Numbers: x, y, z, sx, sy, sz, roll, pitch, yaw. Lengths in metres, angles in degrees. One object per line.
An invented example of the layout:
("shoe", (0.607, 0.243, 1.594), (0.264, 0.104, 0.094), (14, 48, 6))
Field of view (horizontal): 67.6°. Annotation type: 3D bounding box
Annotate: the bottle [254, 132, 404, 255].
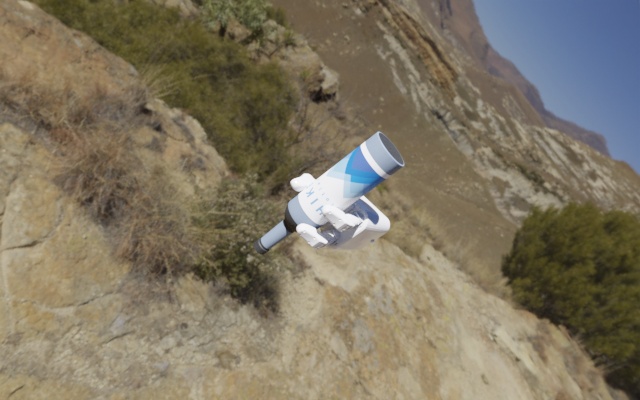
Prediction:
("bottle", (0.000, 0.002, 0.789), (0.296, 0.069, 0.069), (-37, -16, 22))
